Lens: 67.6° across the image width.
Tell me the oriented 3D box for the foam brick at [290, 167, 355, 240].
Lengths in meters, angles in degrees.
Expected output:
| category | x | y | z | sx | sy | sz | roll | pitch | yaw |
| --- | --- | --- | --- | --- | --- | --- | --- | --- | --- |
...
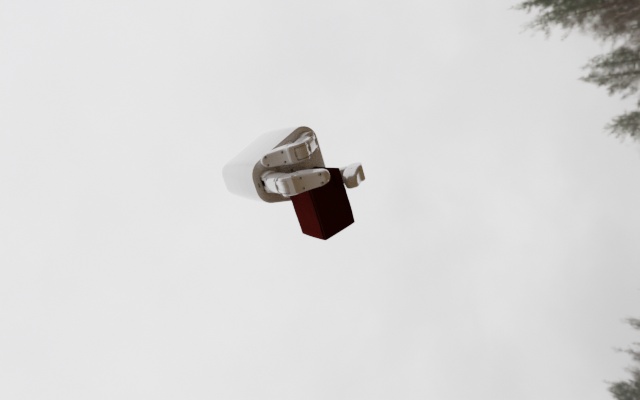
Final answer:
| category | x | y | z | sx | sy | sz | roll | pitch | yaw |
| --- | --- | --- | --- | --- | --- | --- | --- | --- | --- |
| foam brick | 0.000 | 0.002 | 0.601 | 0.053 | 0.078 | 0.051 | -27 | 19 | -31 |
